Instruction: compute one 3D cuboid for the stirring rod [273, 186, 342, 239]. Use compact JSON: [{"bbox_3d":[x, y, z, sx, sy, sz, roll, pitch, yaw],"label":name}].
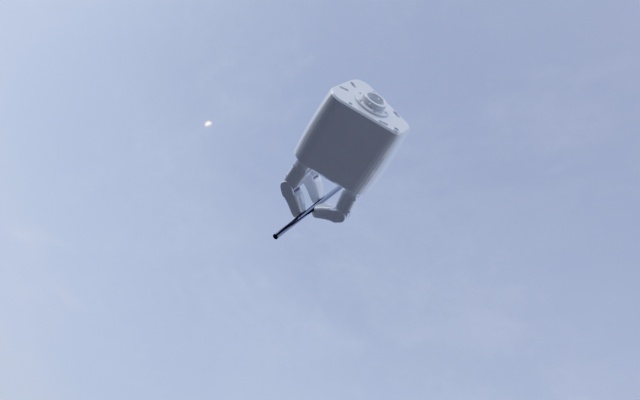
[{"bbox_3d":[0.000,0.002,0.715,0.011,0.011,0.239,0,22,32],"label":"stirring rod"}]
